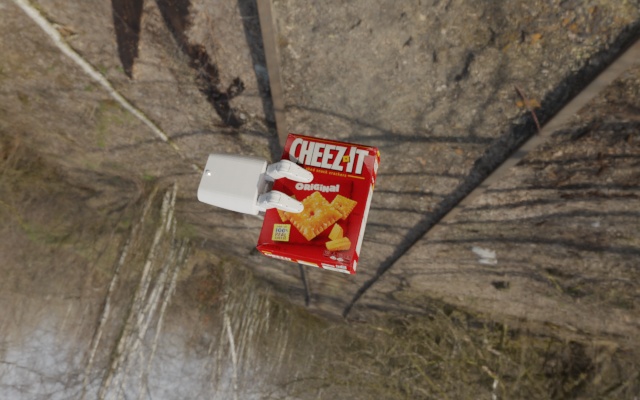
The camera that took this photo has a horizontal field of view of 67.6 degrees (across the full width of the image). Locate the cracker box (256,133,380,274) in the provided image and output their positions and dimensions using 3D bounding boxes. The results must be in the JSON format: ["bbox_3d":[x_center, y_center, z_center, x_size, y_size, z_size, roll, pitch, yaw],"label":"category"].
[{"bbox_3d":[0.000,0.003,0.815,0.164,0.213,0.072,11,-16,11],"label":"cracker box"}]
